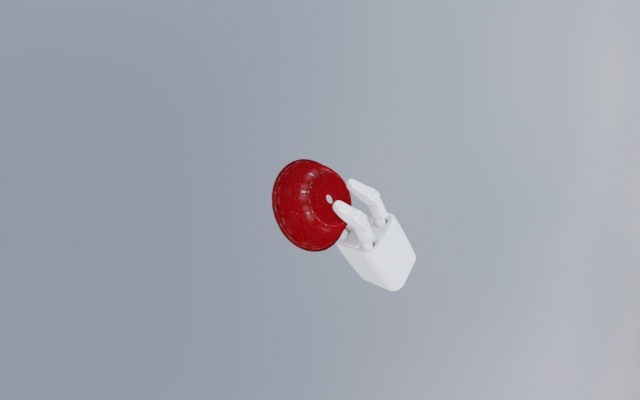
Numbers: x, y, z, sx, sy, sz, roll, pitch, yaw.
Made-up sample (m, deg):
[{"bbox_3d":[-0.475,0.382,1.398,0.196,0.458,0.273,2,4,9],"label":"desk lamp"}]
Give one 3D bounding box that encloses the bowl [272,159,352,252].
[{"bbox_3d":[-0.001,0.002,0.795,0.162,0.162,0.055,0,-11,-39],"label":"bowl"}]
